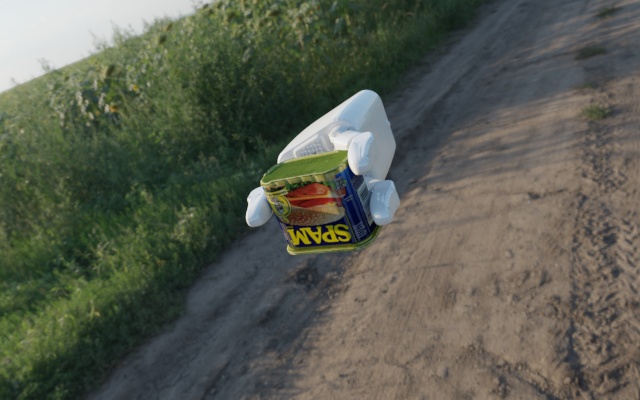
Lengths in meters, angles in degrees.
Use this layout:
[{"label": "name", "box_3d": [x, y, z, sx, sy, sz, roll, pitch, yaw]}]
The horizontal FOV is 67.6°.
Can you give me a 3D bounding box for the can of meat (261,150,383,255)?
[{"label": "can of meat", "box_3d": [0.000, 0.001, 0.471, 0.102, 0.084, 0.057, -8, 27, 32]}]
